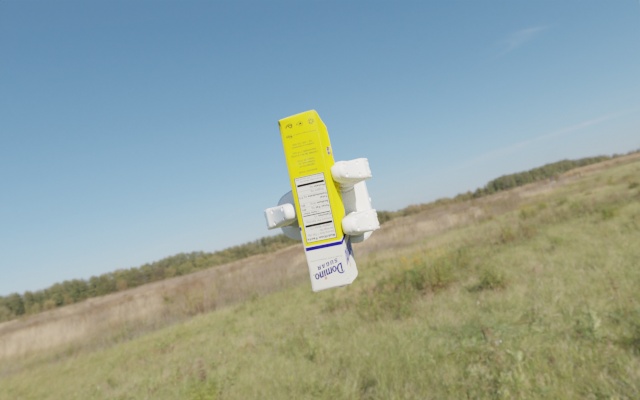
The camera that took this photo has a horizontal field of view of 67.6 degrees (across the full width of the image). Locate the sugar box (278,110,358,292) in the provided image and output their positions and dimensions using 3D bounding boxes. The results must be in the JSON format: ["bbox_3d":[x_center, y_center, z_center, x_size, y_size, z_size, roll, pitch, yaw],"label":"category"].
[{"bbox_3d":[0.001,0.001,0.508,0.048,0.176,0.093,-15,-4,8],"label":"sugar box"}]
